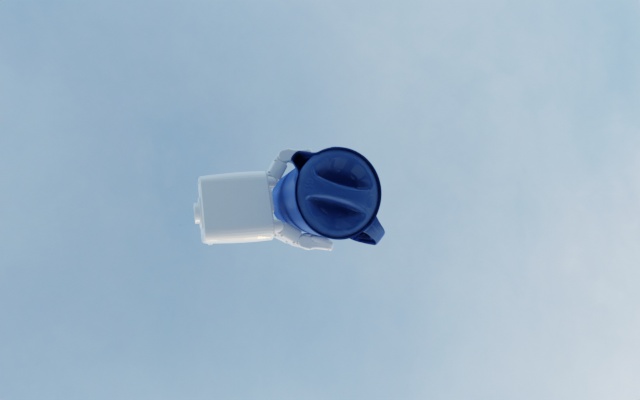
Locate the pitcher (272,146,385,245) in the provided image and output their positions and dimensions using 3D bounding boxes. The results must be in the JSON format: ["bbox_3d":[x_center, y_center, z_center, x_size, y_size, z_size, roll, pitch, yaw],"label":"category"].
[{"bbox_3d":[0.000,0.003,0.789,0.145,0.149,0.243,-5,-1,-17],"label":"pitcher"}]
